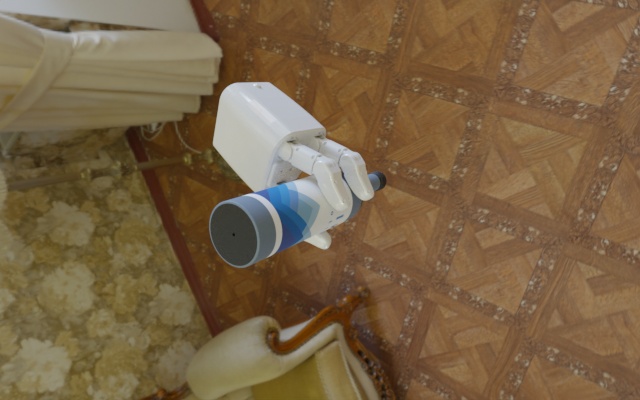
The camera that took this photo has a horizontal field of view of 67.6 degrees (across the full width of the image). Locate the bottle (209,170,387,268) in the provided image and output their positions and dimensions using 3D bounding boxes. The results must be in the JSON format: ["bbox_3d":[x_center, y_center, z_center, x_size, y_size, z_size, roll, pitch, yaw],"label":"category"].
[{"bbox_3d":[0.000,0.002,0.571,0.069,0.069,0.295,0,12,35],"label":"bottle"}]
